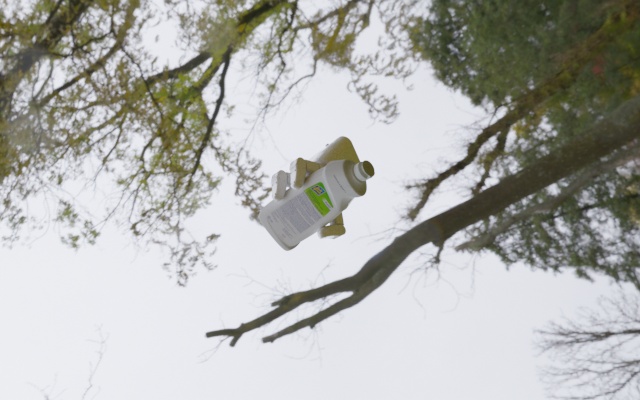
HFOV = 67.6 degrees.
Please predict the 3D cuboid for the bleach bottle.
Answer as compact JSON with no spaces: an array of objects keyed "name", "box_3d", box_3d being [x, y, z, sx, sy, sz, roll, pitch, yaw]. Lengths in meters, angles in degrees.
[{"name":"bleach bottle","box_3d":[0.000,0.003,0.836,0.251,0.102,0.068,-30,14,41]}]
